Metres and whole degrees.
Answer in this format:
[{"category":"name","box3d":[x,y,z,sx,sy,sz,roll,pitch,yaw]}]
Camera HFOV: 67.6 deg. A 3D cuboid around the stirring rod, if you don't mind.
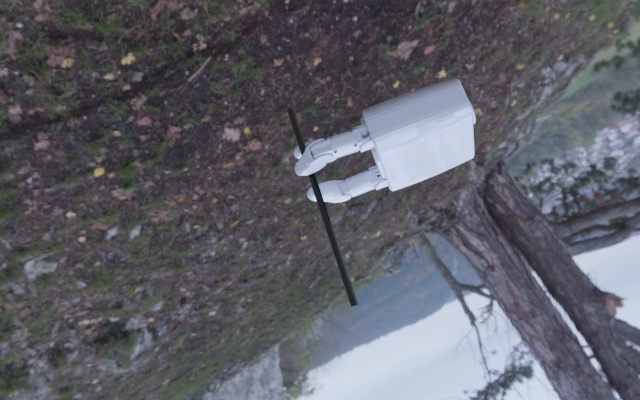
[{"category":"stirring rod","box3d":[0.000,0.002,0.539,0.011,0.239,0.011,-17,-15,-5]}]
